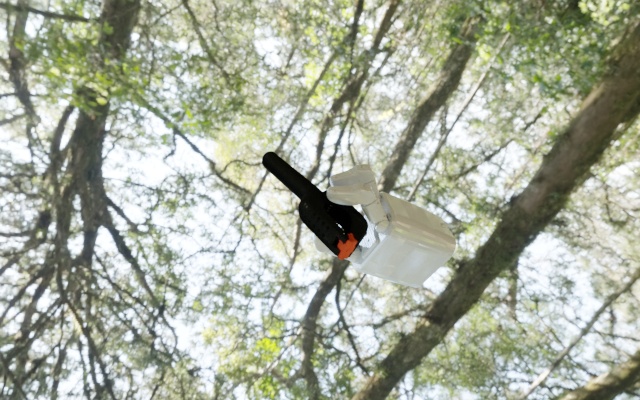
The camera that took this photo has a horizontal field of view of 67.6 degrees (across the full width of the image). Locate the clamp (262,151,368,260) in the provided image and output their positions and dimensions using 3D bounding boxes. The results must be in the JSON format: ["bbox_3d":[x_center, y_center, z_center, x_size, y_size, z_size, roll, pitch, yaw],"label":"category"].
[{"bbox_3d":[0.000,0.003,0.633,0.164,0.036,0.210,20,24,-17],"label":"clamp"}]
